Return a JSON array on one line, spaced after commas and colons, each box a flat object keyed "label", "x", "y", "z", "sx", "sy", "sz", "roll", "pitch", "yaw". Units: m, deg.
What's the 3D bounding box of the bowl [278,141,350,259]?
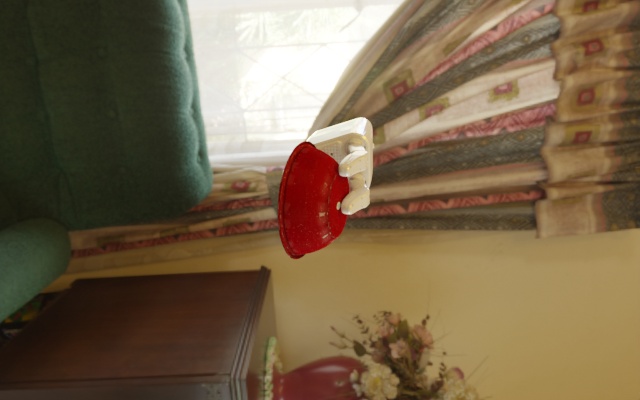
[{"label": "bowl", "x": 0.000, "y": 0.003, "z": 0.643, "sx": 0.055, "sy": 0.162, "sz": 0.162, "roll": 6, "pitch": 2, "yaw": 20}]
